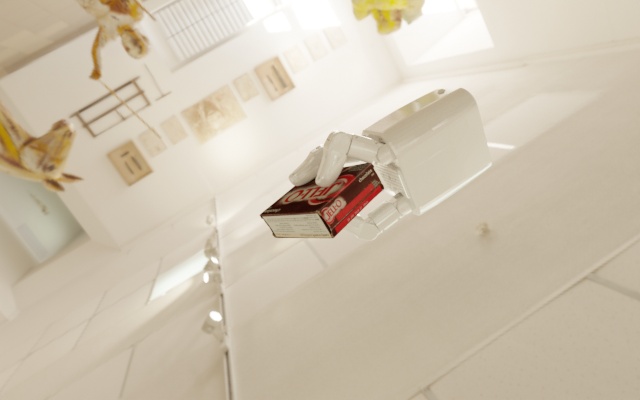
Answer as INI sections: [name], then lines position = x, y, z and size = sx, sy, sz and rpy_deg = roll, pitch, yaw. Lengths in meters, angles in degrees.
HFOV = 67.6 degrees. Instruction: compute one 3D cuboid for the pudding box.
[pudding box]
position = 0.000, 0.002, 0.519
size = 0.090, 0.039, 0.113
rpy_deg = -41, 18, -32
